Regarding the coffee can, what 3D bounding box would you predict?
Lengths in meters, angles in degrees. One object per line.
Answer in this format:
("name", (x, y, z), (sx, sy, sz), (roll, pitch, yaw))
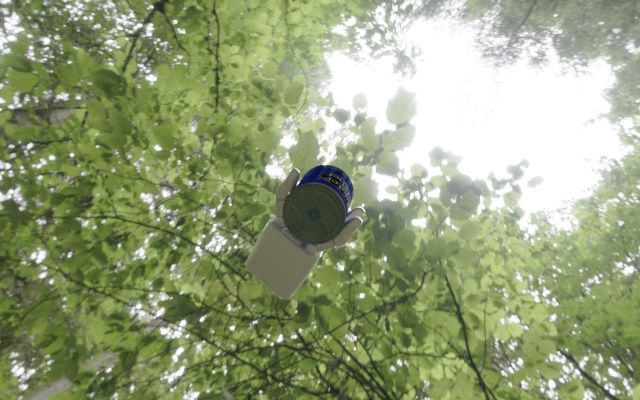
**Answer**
("coffee can", (0.000, 0.003, 0.826), (0.103, 0.103, 0.140), (0, 17, 10))
